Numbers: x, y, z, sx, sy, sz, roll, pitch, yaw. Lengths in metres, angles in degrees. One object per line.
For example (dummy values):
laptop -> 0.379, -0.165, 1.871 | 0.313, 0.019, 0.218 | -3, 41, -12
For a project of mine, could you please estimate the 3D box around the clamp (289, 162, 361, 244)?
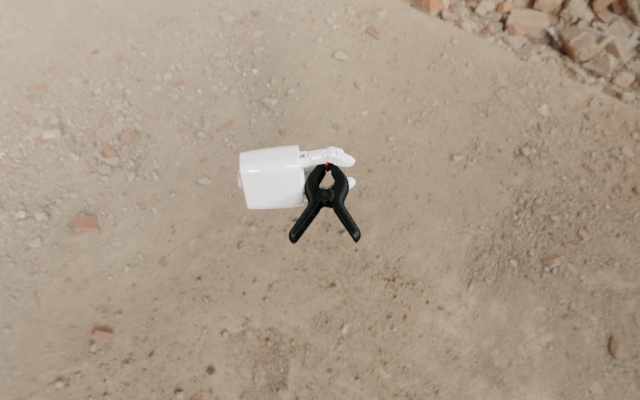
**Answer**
clamp -> 0.000, 0.002, 0.828 | 0.120, 0.171, 0.039 | -6, -32, -1
